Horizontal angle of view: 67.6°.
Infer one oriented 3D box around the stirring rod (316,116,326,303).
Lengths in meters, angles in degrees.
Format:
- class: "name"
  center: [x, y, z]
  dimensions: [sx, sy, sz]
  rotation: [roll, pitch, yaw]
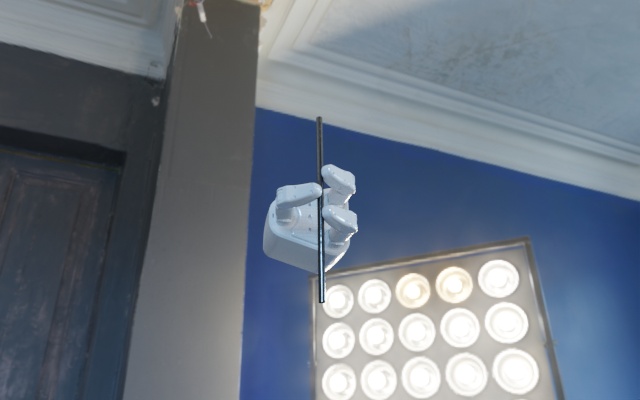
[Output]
- class: "stirring rod"
  center: [0.000, 0.002, 0.568]
  dimensions: [0.011, 0.239, 0.011]
  rotation: [-1, -25, 0]
